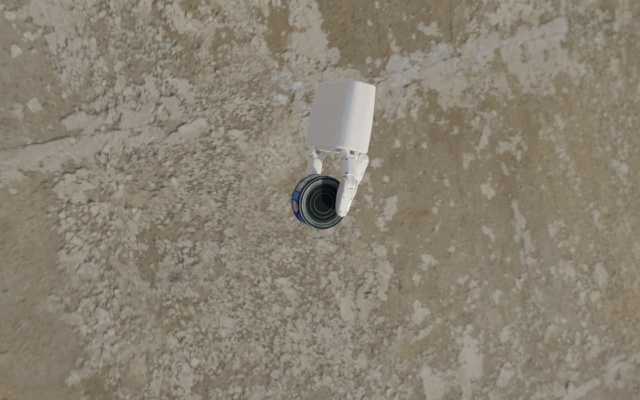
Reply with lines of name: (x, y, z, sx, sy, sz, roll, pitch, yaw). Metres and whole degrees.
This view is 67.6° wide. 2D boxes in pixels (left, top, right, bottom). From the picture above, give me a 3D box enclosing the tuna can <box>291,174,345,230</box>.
tuna can: (0.000, 0.003, 0.742, 0.086, 0.086, 0.033, 0, 8, -23)
